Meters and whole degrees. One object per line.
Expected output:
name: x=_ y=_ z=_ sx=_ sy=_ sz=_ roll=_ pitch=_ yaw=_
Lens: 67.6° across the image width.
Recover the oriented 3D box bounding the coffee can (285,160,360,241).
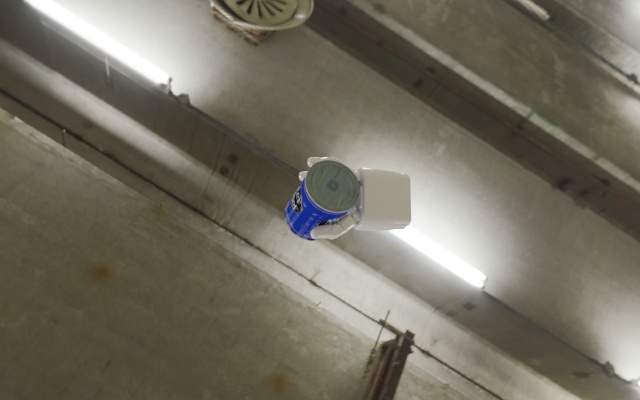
coffee can: x=0.000 y=0.003 z=0.897 sx=0.103 sy=0.102 sz=0.140 roll=0 pitch=-25 yaw=-22
